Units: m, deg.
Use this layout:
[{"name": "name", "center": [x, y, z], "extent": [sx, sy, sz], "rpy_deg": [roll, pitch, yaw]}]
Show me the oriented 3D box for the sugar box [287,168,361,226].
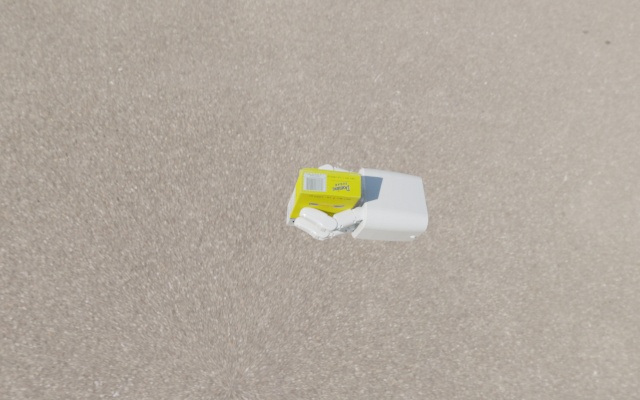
[{"name": "sugar box", "center": [0.000, 0.003, 0.776], "extent": [0.093, 0.048, 0.176], "rpy_deg": [5, -22, -8]}]
